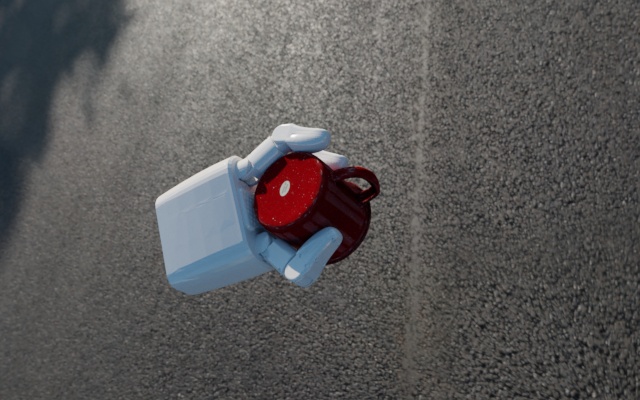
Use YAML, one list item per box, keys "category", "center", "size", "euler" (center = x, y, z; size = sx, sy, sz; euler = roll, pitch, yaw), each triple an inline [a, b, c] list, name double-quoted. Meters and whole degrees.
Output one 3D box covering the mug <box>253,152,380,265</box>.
- category: "mug"
  center: [0.001, 0.001, 0.454]
  size: [0.117, 0.093, 0.081]
  euler: [-23, -35, 23]
